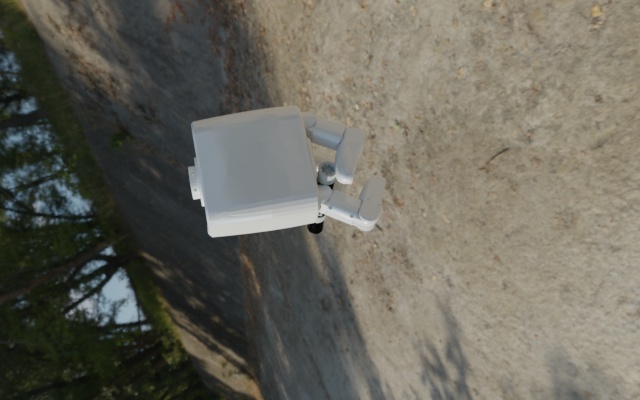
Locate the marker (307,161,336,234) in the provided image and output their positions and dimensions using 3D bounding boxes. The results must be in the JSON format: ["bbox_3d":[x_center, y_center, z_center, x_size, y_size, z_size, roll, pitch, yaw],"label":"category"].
[{"bbox_3d":[0.000,0.002,0.507,0.020,0.020,0.121,0,-32,-8],"label":"marker"}]
